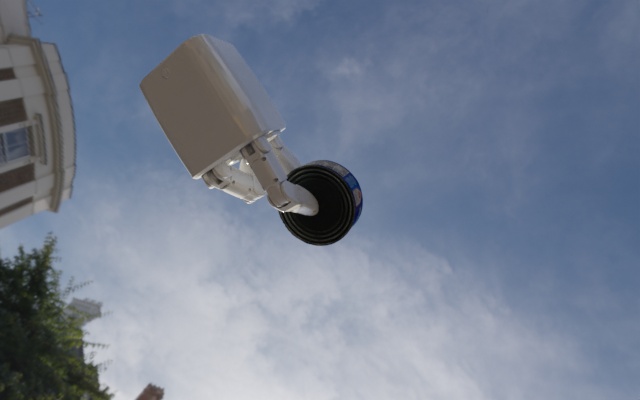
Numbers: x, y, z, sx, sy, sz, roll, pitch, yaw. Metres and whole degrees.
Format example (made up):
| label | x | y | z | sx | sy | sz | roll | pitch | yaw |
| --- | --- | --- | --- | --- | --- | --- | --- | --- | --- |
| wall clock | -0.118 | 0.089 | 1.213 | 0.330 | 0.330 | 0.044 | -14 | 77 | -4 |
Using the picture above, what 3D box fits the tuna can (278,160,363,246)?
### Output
| label | x | y | z | sx | sy | sz | roll | pitch | yaw |
| --- | --- | --- | --- | --- | --- | --- | --- | --- | --- |
| tuna can | 0.000 | 0.002 | 0.499 | 0.086 | 0.086 | 0.033 | 0 | 16 | 22 |
